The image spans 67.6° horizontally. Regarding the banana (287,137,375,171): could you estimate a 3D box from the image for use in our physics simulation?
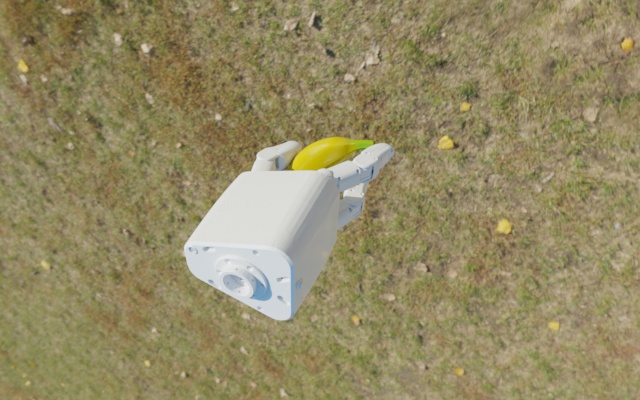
[{"bbox_3d":[-0.014,-0.010,0.561,0.069,0.198,0.037,32,42,-4],"label":"banana"}]
